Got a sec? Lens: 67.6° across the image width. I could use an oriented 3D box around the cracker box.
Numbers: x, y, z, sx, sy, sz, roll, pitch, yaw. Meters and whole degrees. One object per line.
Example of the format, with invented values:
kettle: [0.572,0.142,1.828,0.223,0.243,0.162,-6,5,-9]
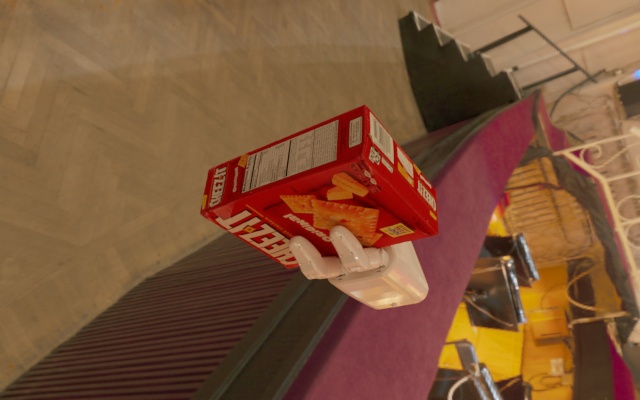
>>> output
cracker box: [0.000,0.002,0.537,0.214,0.072,0.164,-18,-39,31]
